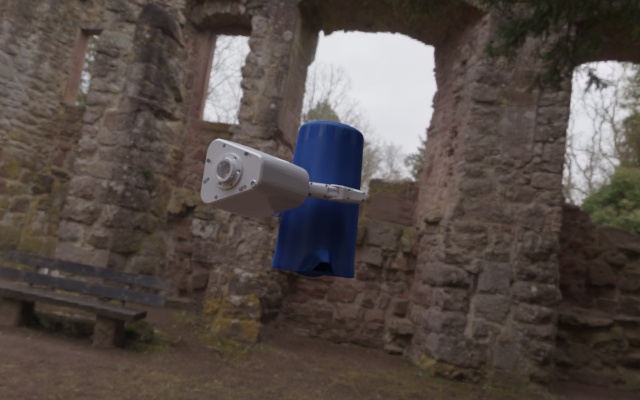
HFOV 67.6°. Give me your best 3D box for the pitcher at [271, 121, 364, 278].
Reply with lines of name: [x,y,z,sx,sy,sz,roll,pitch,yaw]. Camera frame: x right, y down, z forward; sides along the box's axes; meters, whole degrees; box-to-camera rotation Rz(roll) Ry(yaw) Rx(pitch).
pitcher: [0.000,0.003,0.782,0.149,0.243,0.145,4,-8,35]
